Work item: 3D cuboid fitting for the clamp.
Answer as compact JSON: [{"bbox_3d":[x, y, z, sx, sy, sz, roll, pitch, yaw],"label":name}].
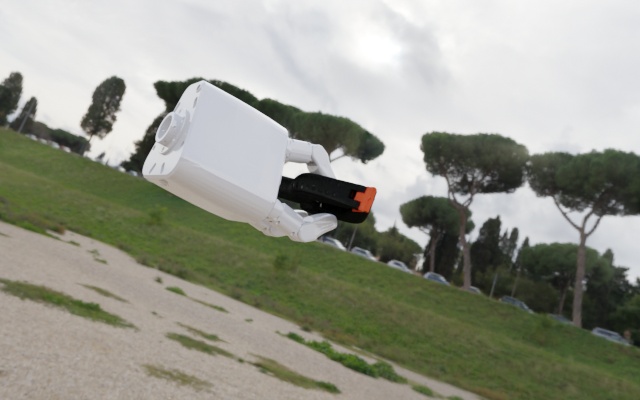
[{"bbox_3d":[0.001,0.001,0.570,0.165,0.036,0.210,31,-15,-36],"label":"clamp"}]
